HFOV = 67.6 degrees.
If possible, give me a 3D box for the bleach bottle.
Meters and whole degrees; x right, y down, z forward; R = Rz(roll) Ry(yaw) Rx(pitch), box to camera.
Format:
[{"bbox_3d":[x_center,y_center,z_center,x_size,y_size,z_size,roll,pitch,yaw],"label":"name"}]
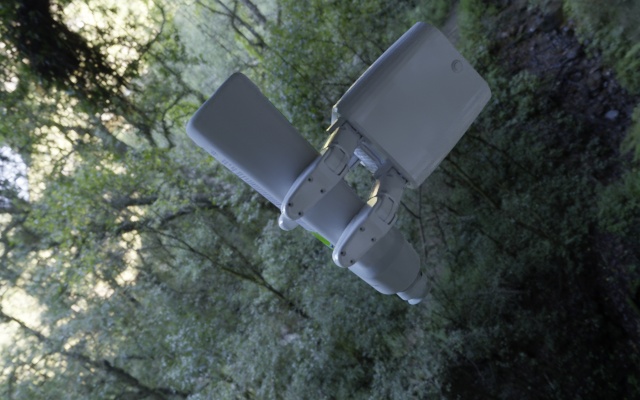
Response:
[{"bbox_3d":[0.000,0.001,0.420,0.251,0.068,0.102,43,-3,-14],"label":"bleach bottle"}]
